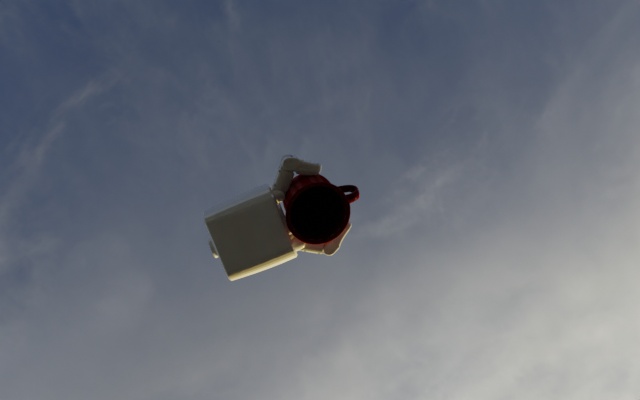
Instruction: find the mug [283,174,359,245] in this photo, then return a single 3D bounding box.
[{"bbox_3d":[0.001,0.002,0.703,0.117,0.093,0.081,-22,21,-5],"label":"mug"}]
